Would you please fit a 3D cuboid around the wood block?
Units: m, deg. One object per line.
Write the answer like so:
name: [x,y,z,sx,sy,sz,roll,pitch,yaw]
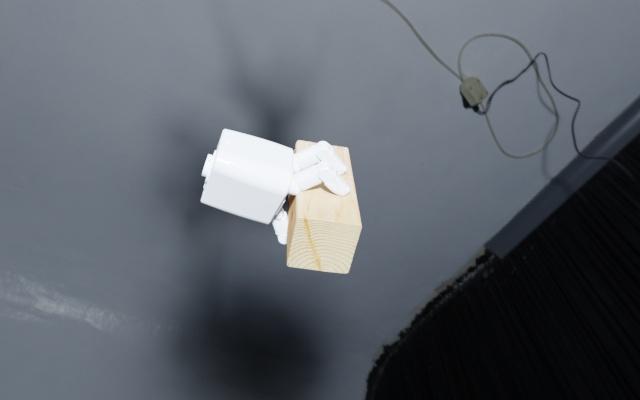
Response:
wood block: [0.000,0.003,0.724,0.090,0.091,0.206,8,35,-8]
